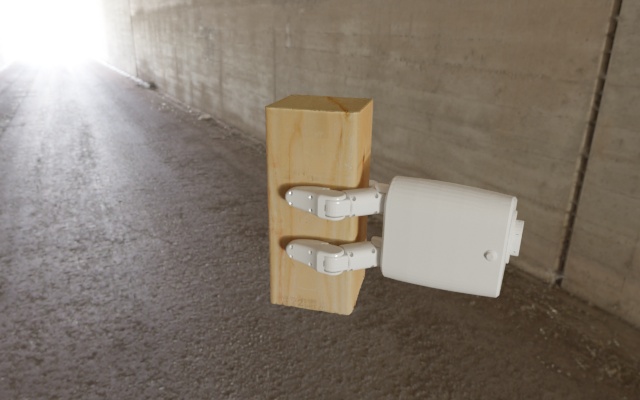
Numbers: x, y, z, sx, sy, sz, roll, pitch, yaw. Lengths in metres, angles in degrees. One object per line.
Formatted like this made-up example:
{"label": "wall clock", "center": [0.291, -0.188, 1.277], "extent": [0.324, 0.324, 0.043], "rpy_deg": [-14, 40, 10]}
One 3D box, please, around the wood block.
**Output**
{"label": "wood block", "center": [0.001, 0.001, 0.497], "extent": [0.090, 0.206, 0.090], "rpy_deg": [6, 21, 13]}
